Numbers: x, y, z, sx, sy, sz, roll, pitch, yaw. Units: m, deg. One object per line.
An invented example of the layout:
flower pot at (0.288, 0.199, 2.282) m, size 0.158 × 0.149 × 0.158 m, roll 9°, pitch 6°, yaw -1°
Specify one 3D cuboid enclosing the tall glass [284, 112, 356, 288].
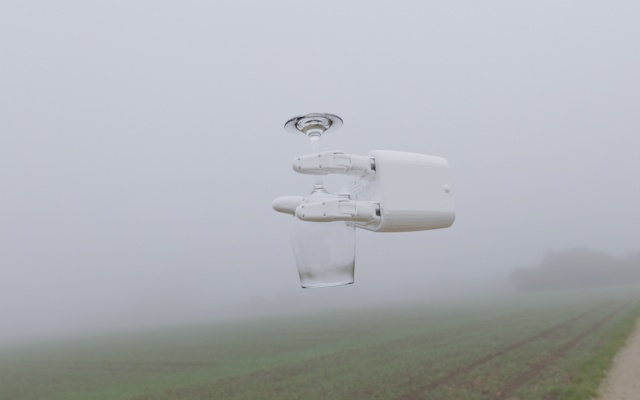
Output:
tall glass at (0.000, 0.001, 0.575) m, size 0.079 × 0.201 × 0.079 m, roll -4°, pitch -12°, yaw -1°
